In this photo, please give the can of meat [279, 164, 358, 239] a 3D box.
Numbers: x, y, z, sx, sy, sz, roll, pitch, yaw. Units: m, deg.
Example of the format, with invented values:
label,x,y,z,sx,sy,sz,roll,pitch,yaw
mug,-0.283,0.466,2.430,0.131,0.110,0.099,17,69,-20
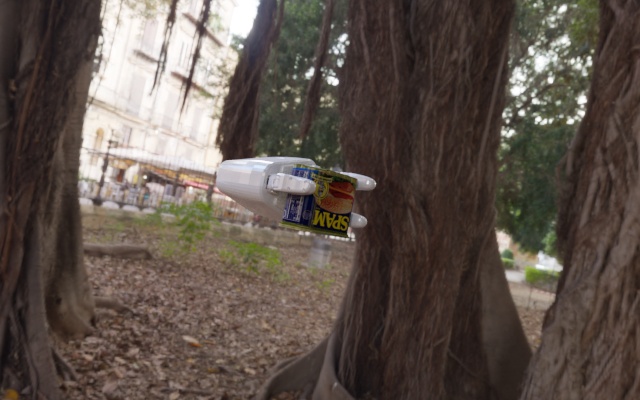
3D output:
label,x,y,z,sx,sy,sz,roll,pitch,yaw
can of meat,0.000,0.002,0.640,0.057,0.084,0.102,9,-3,44
